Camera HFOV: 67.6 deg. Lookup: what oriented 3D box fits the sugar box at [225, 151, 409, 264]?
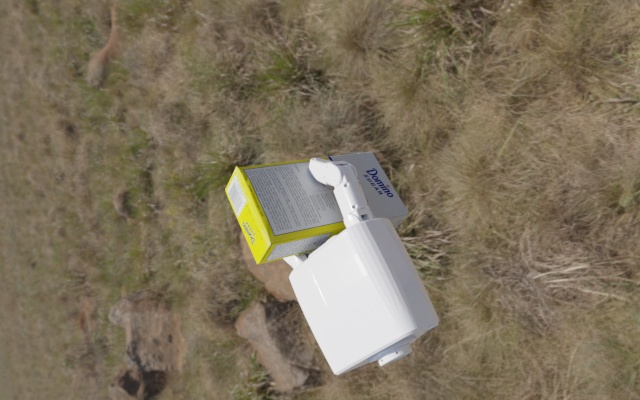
[{"bbox_3d":[0.000,0.002,0.504,0.176,0.093,0.048,-8,-31,-36],"label":"sugar box"}]
